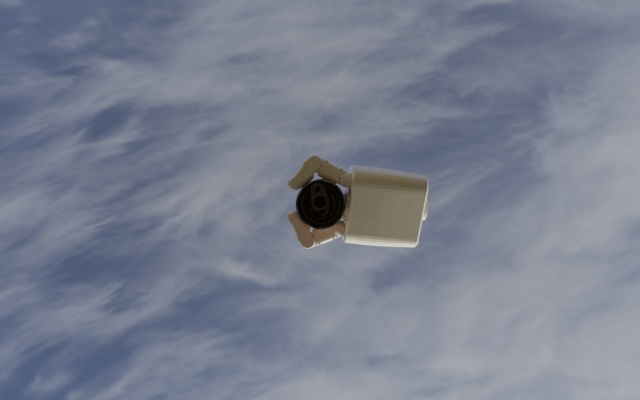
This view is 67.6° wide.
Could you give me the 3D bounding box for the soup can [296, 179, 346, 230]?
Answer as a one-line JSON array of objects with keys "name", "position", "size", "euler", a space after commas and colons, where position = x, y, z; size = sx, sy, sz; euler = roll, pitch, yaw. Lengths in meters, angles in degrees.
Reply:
[{"name": "soup can", "position": [0.000, 0.002, 0.693], "size": [0.068, 0.068, 0.102], "euler": [0, 4, 0]}]
